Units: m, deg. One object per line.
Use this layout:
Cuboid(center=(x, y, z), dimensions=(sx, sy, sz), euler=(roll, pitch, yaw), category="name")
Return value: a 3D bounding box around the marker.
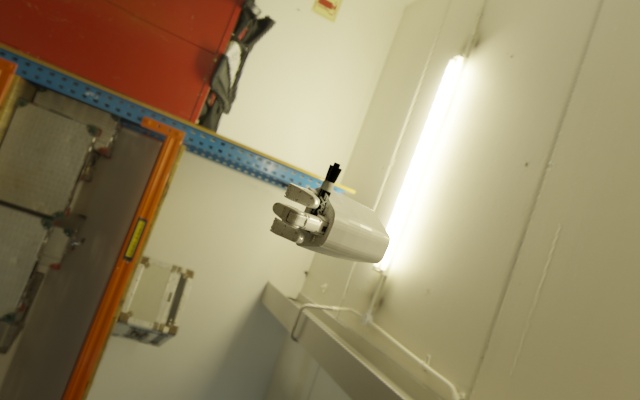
Cuboid(center=(0.000, 0.002, 0.684), dimensions=(0.020, 0.121, 0.020), euler=(24, 5, -2), category="marker")
